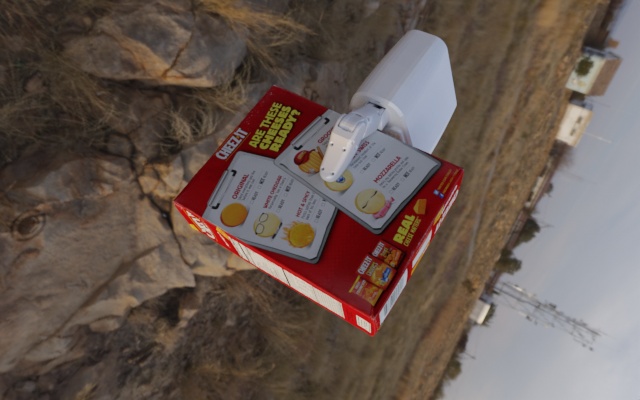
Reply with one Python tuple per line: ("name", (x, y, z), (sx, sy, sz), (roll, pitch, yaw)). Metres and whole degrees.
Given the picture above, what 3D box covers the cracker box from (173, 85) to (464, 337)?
("cracker box", (0.000, 0.001, 0.455), (0.213, 0.164, 0.072), (27, -24, 20))
